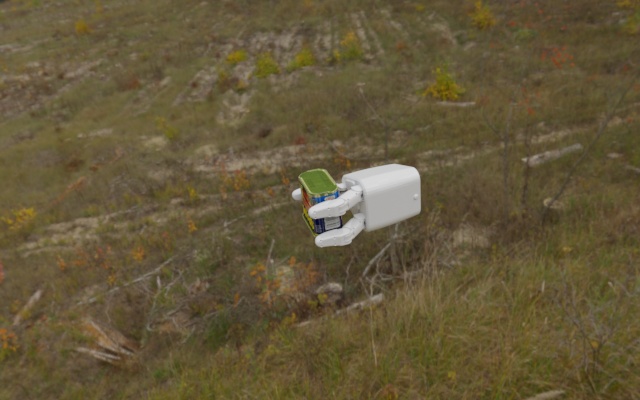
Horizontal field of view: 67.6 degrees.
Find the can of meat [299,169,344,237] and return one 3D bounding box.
[{"bbox_3d":[0.000,0.002,0.822,0.057,0.084,0.102,-14,29,-12],"label":"can of meat"}]
